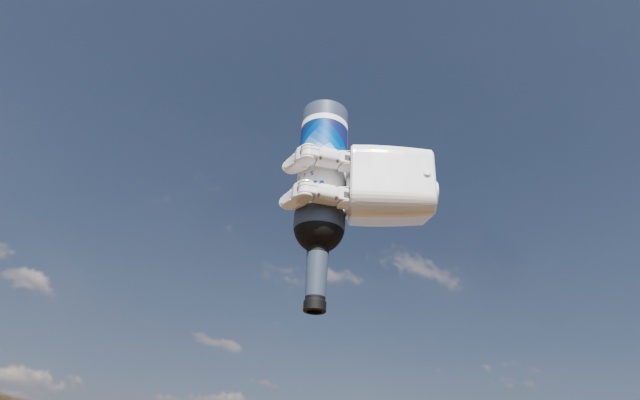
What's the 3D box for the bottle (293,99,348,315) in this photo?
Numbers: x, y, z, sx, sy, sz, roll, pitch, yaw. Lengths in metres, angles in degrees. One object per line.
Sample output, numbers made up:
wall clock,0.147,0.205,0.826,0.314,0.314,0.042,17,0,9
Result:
bottle,0.000,0.002,0.629,0.069,0.295,0.069,2,-29,1
